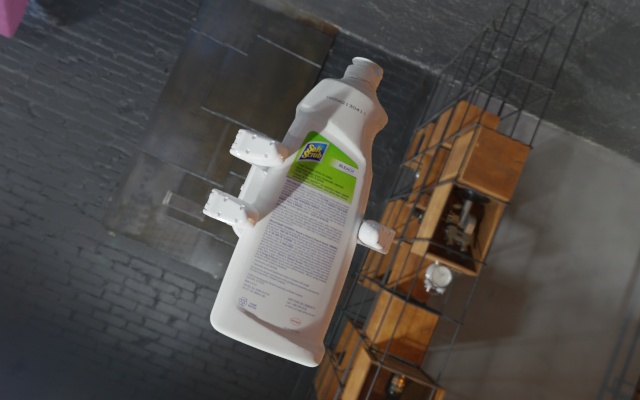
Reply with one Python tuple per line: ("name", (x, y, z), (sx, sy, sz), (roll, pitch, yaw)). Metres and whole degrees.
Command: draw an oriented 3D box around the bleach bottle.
("bleach bottle", (0.000, 0.001, 0.406), (0.102, 0.251, 0.068), (24, -5, -10))
